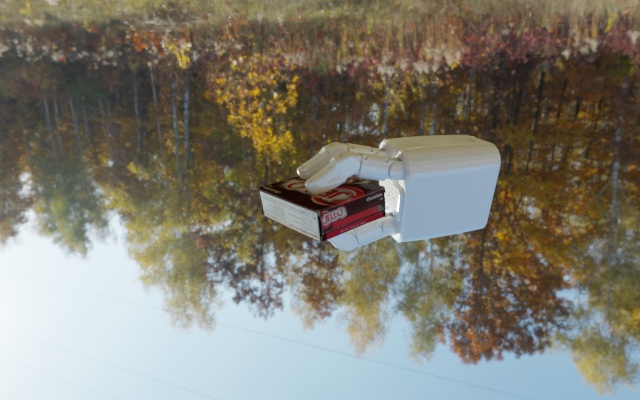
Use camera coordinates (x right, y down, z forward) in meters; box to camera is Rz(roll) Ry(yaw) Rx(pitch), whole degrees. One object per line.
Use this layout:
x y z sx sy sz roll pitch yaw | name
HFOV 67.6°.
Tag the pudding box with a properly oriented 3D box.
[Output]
0.000 0.002 0.513 0.090 0.039 0.113 -18 21 -35 | pudding box
